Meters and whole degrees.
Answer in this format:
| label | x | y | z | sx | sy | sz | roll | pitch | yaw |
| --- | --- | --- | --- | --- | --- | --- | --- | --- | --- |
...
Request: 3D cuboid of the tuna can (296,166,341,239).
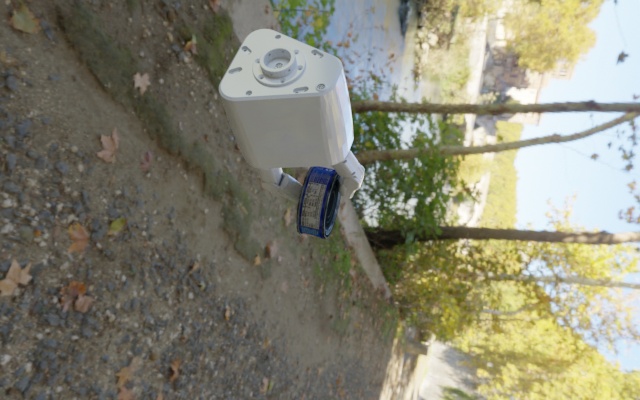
| label | x | y | z | sx | sy | sz | roll | pitch | yaw |
| --- | --- | --- | --- | --- | --- | --- | --- | --- | --- |
| tuna can | 0.001 | 0.002 | 0.570 | 0.034 | 0.086 | 0.086 | 12 | 2 | 11 |
